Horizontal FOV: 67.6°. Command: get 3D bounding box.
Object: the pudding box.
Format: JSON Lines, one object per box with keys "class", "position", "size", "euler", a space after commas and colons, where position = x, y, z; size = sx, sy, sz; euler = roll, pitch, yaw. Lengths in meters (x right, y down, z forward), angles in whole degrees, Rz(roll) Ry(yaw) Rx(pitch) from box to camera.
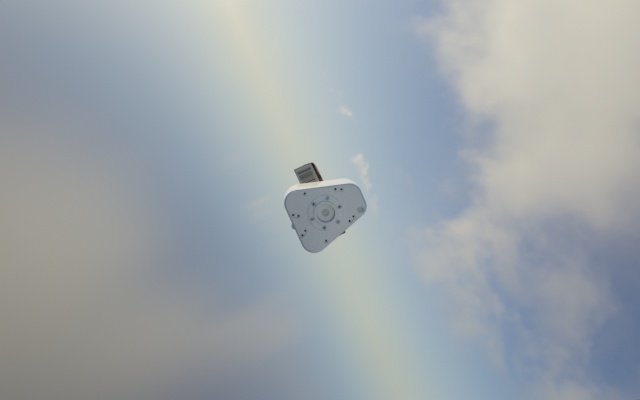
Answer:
{"class": "pudding box", "position": [0.000, 0.003, 0.813], "size": [0.039, 0.113, 0.090], "euler": [-23, -24, 1]}
